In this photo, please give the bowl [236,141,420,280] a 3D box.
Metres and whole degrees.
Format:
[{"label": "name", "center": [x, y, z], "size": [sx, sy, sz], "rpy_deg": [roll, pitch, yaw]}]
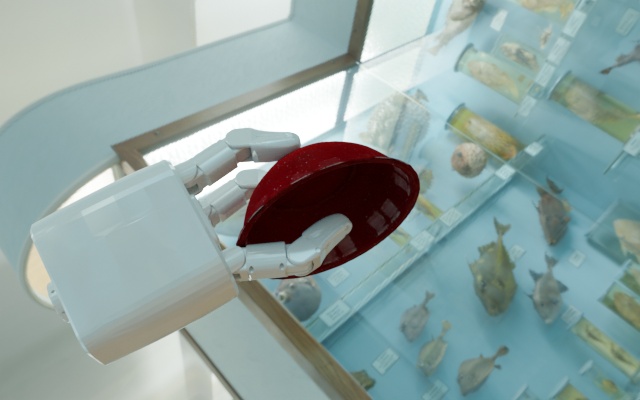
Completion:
[{"label": "bowl", "center": [0.001, 0.001, 0.406], "size": [0.162, 0.055, 0.162], "rpy_deg": [-18, -32, -12]}]
